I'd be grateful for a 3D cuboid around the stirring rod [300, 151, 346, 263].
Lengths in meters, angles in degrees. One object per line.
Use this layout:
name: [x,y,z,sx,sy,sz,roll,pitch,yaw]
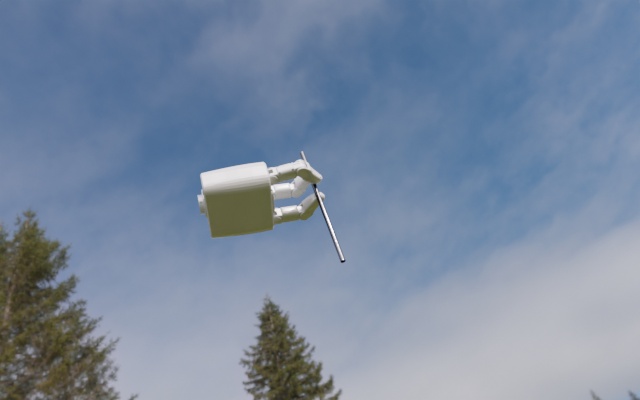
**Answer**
stirring rod: [0.000,0.003,0.784,0.011,0.239,0.011,-12,-39,-10]
